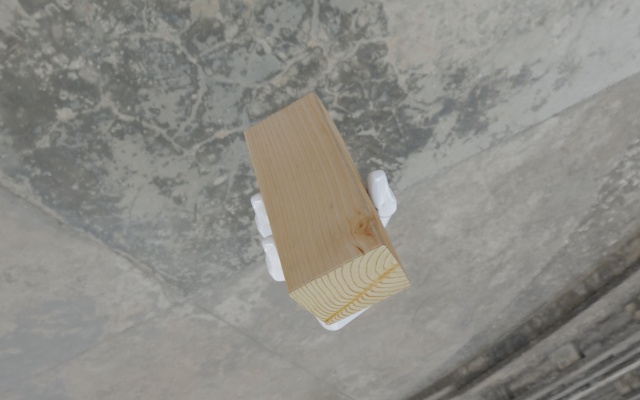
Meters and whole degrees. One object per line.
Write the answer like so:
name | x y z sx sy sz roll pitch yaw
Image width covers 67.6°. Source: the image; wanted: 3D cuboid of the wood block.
wood block | 0.001 0.002 0.475 0.091 0.206 0.090 -28 -39 8
